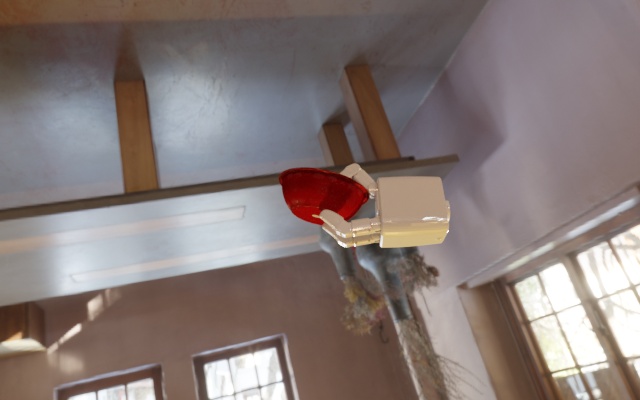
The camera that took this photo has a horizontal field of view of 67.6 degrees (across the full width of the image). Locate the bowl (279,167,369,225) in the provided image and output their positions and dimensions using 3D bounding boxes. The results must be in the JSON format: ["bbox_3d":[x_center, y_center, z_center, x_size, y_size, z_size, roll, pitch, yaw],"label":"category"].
[{"bbox_3d":[-0.001,0.003,0.823,0.162,0.055,0.162,12,-20,4],"label":"bowl"}]
